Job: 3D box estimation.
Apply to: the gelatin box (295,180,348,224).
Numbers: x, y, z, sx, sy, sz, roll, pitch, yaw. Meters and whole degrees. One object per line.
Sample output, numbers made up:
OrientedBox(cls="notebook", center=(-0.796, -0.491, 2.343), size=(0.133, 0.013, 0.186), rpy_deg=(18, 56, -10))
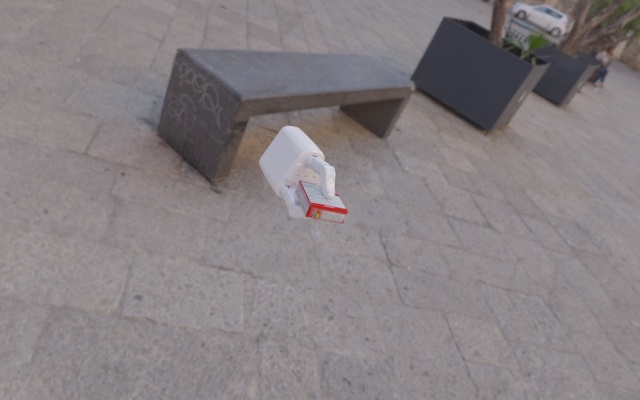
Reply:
OrientedBox(cls="gelatin box", center=(0.000, 0.003, 0.853), size=(0.073, 0.030, 0.089), rpy_deg=(12, 26, -24))
